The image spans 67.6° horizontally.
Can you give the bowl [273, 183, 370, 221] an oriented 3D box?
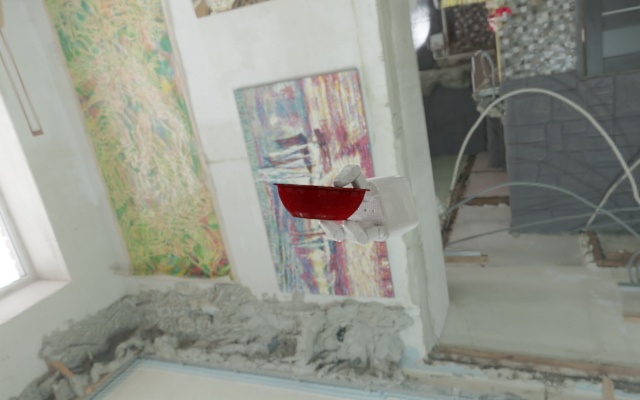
[{"bbox_3d":[-0.001,0.003,0.795,0.162,0.055,0.162,4,1,0],"label":"bowl"}]
